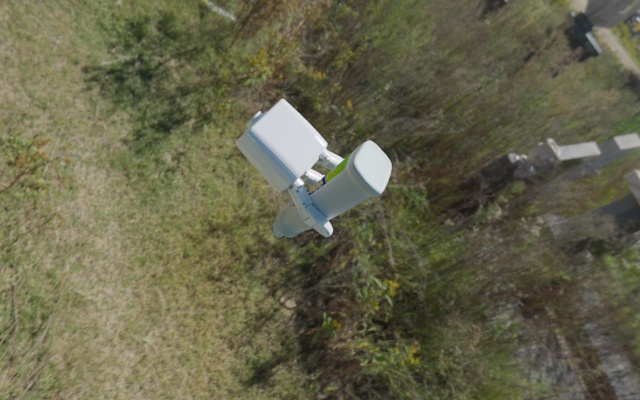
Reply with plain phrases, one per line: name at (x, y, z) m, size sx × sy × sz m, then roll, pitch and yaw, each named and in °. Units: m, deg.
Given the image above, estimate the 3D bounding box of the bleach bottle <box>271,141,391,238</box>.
bleach bottle at (0.000, 0.003, 0.790) m, size 0.251 × 0.068 × 0.102 m, roll -35°, pitch 15°, yaw 37°
